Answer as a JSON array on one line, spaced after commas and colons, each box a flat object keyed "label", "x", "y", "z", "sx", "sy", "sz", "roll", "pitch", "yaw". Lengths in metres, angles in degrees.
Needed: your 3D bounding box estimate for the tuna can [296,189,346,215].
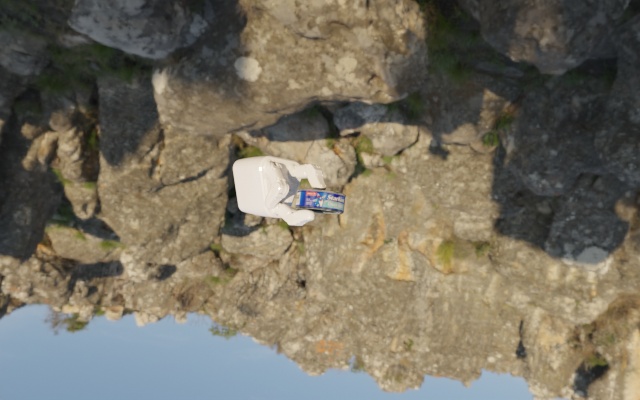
[{"label": "tuna can", "x": 0.000, "y": 0.003, "z": 0.833, "sx": 0.086, "sy": 0.033, "sz": 0.086, "roll": 6, "pitch": -6, "yaw": 1}]
